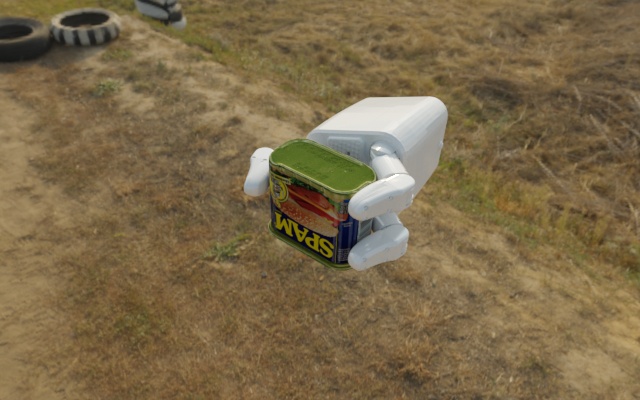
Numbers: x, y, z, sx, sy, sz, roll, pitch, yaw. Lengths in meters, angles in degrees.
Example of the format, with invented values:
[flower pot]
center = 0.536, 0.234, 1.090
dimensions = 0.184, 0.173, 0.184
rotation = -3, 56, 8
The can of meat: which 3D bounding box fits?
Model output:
[can of meat]
center = 0.000, 0.001, 0.430
dimensions = 0.102, 0.084, 0.057
rotation = 27, 44, 29
